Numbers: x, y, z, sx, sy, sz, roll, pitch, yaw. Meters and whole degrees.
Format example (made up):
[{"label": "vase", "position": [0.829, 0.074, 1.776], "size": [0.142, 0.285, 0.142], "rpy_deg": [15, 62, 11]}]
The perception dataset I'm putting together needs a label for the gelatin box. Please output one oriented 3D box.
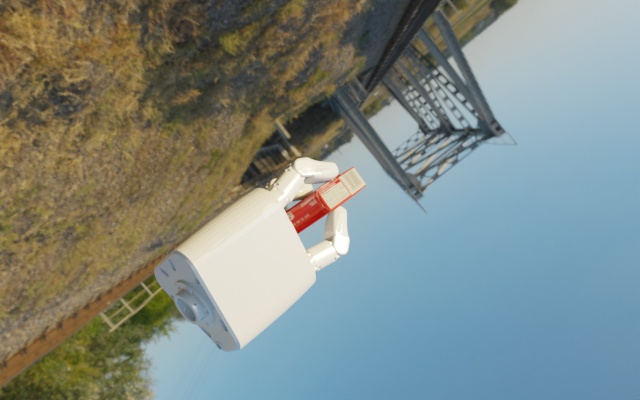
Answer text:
[{"label": "gelatin box", "position": [0.001, 0.002, 0.538], "size": [0.073, 0.030, 0.089], "rpy_deg": [-34, 0, 38]}]
